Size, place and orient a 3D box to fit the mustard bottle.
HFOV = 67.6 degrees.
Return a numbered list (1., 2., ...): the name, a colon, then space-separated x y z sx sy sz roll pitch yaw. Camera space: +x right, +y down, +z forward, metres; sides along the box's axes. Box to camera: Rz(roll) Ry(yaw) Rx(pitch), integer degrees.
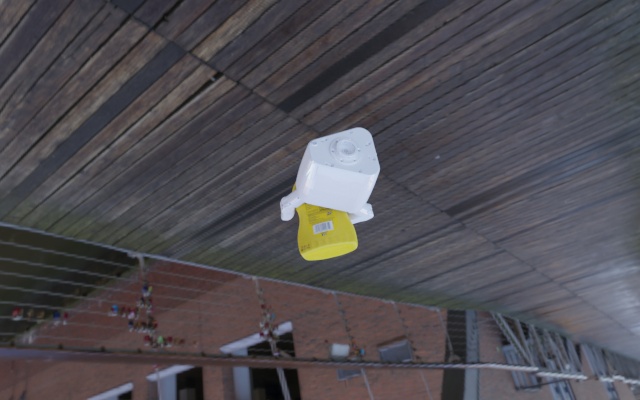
1. mustard bottle: 0.000 0.003 0.828 0.096 0.191 0.058 -15 -28 8
